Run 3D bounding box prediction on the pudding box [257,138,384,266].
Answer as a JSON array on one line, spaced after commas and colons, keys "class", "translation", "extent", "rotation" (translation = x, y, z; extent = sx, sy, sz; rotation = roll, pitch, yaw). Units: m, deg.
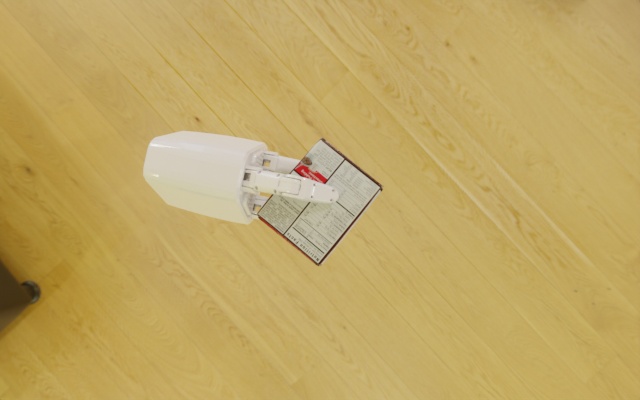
[{"class": "pudding box", "translation": [0.000, 0.002, 0.522], "extent": [0.090, 0.113, 0.039], "rotation": [39, 1, 5]}]
